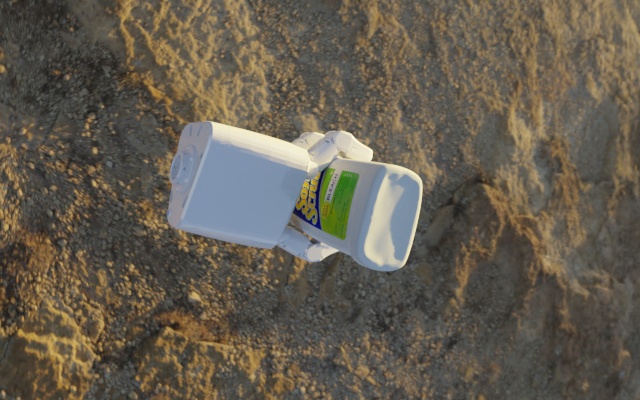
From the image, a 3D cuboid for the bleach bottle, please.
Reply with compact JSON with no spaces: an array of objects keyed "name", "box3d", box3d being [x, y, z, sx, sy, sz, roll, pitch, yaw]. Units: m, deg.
[{"name":"bleach bottle","box3d":[0.000,0.002,0.541,0.068,0.102,0.251,15,-2,-33]}]
